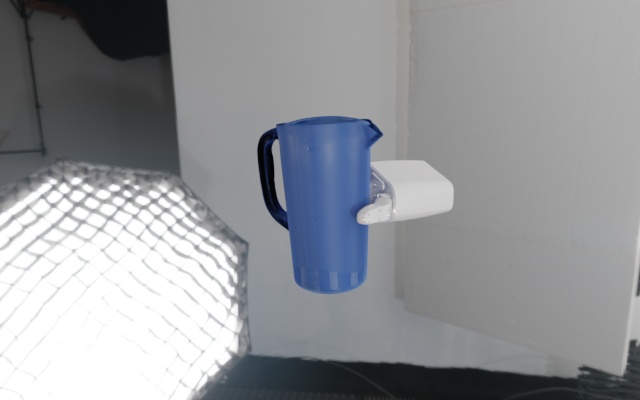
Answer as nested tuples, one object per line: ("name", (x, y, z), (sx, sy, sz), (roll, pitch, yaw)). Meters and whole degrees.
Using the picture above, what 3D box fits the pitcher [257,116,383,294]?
("pitcher", (0.000, 0.002, 0.686), (0.145, 0.243, 0.149), (-7, 13, -22))
